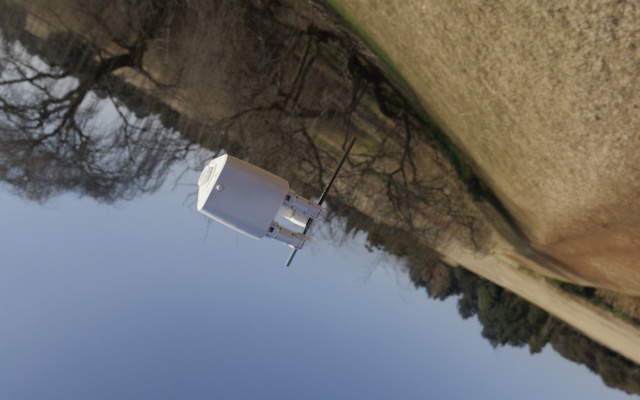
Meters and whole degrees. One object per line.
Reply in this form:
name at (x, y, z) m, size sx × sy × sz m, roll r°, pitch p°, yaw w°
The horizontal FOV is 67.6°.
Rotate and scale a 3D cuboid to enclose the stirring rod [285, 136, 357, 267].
stirring rod at (0.000, 0.002, 0.788) m, size 0.011 × 0.239 × 0.011 m, roll 28°, pitch 4°, yaw -2°
